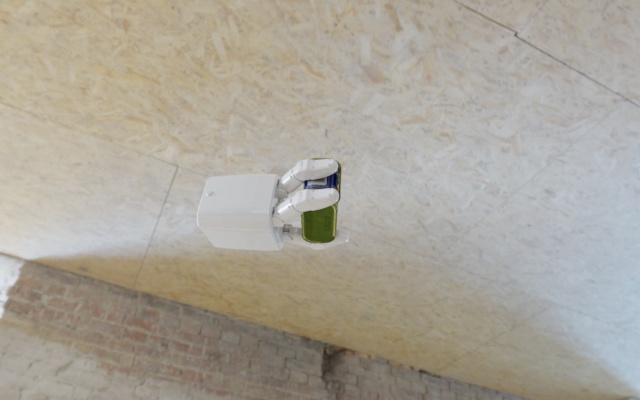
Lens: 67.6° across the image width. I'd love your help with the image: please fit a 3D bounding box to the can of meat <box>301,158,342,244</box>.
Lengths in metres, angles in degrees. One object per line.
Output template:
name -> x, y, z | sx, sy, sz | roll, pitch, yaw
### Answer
can of meat -> 0.000, 0.003, 0.703 | 0.057, 0.083, 0.102 | 3, -42, 3
